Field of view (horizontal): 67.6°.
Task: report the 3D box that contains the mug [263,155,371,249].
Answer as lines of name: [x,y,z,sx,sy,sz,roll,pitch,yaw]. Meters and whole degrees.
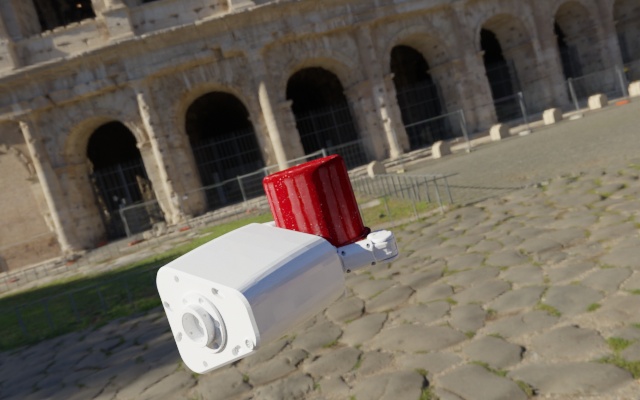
mug: [0.001,0.001,0.475,0.093,0.081,0.117,-12,8,37]
